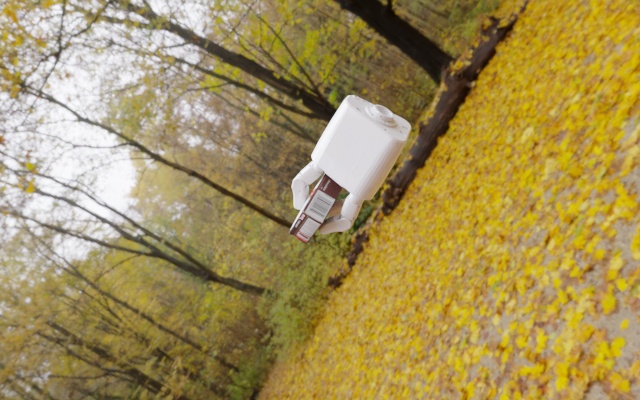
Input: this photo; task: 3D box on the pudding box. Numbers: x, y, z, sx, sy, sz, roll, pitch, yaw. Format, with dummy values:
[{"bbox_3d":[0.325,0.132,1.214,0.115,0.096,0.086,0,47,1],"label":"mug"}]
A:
[{"bbox_3d":[0.000,0.002,0.760,0.039,0.113,0.090,33,-30,0],"label":"pudding box"}]
